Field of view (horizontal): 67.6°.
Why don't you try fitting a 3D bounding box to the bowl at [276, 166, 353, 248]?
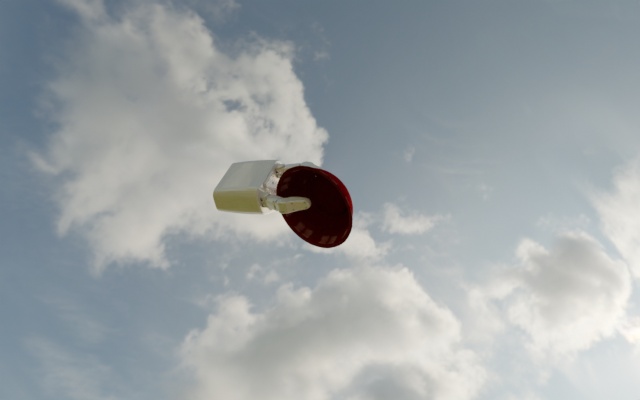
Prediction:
[{"bbox_3d":[0.001,0.003,0.853,0.162,0.162,0.055,0,26,39],"label":"bowl"}]
